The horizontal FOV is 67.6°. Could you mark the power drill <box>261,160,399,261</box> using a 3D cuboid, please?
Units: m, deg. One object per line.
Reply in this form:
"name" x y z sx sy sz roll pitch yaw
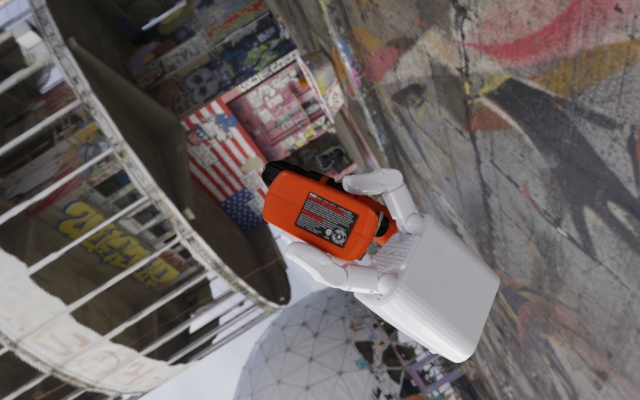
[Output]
"power drill" 0.000 0.002 0.521 0.184 0.057 0.187 23 8 8
